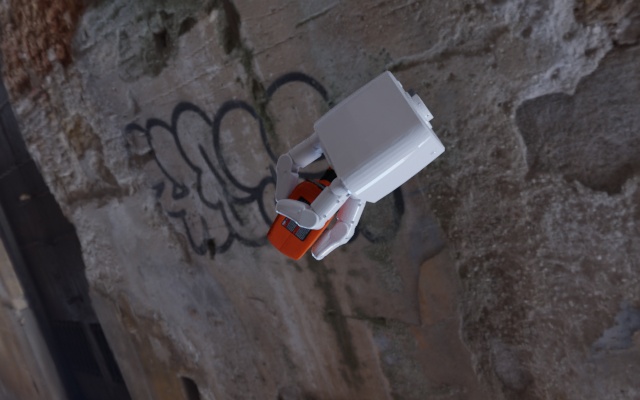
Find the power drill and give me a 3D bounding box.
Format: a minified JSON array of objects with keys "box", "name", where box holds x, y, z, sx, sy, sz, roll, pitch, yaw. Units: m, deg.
[{"box":[0.000,0.002,0.651,0.057,0.184,0.187,36,32,4],"name":"power drill"}]
